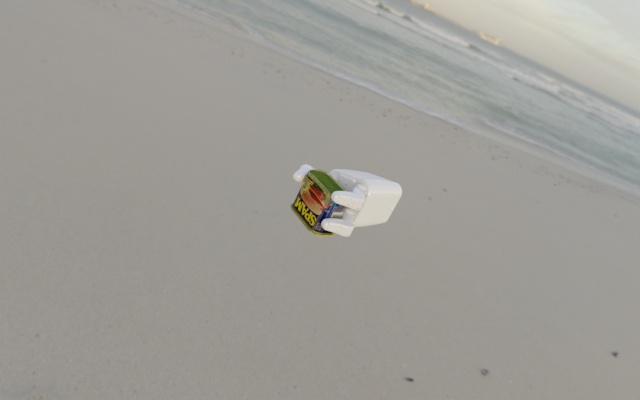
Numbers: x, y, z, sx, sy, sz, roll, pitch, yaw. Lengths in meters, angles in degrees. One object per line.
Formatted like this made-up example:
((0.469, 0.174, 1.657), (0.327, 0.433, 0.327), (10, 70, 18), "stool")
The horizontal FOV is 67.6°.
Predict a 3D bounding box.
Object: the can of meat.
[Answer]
((0.000, 0.003, 0.873), (0.057, 0.084, 0.102), (4, 32, -40), "can of meat")
